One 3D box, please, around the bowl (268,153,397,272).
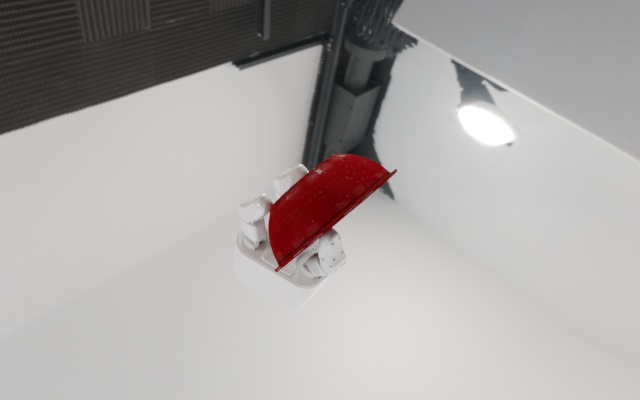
[{"bbox_3d":[0.000,0.001,0.490,0.162,0.055,0.162,-39,-2,-2],"label":"bowl"}]
